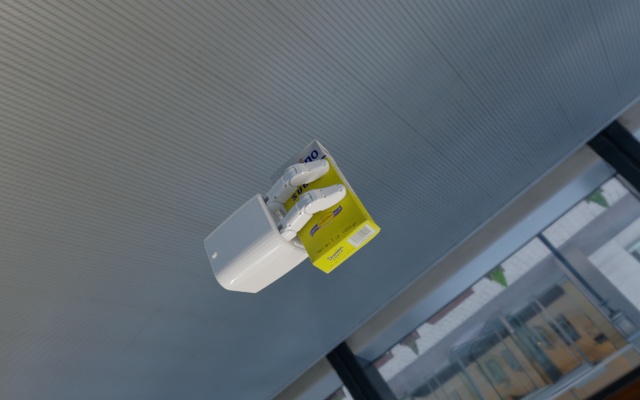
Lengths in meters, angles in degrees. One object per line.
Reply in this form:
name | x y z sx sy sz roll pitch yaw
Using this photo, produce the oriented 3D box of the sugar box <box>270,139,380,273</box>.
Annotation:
sugar box | 0.000 0.002 0.658 0.093 0.176 0.048 -39 -39 10
